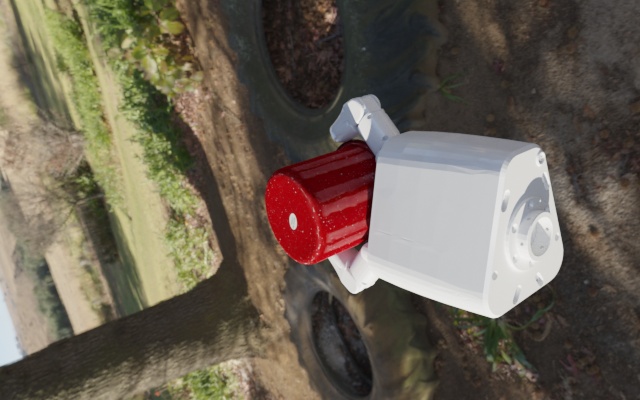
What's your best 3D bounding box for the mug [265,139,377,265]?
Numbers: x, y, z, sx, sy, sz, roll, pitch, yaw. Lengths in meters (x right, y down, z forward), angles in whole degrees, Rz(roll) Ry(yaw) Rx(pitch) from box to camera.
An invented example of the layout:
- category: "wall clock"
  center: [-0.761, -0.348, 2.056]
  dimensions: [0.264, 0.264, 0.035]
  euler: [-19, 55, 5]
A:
- category: "mug"
  center: [-0.001, 0.001, 0.411]
  dimensions: [0.081, 0.093, 0.117]
  euler: [-20, 20, -33]
